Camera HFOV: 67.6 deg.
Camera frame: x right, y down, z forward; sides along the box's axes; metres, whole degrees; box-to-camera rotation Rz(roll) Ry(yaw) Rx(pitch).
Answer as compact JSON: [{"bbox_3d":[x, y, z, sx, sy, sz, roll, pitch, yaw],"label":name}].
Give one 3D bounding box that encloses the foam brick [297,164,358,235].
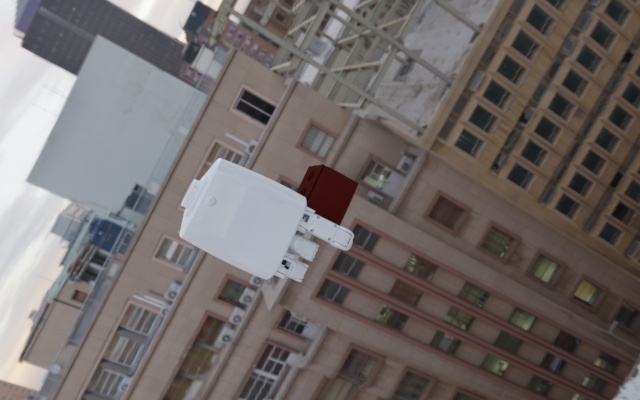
[{"bbox_3d":[0.000,0.002,0.571,0.051,0.078,0.053,28,-8,-18],"label":"foam brick"}]
